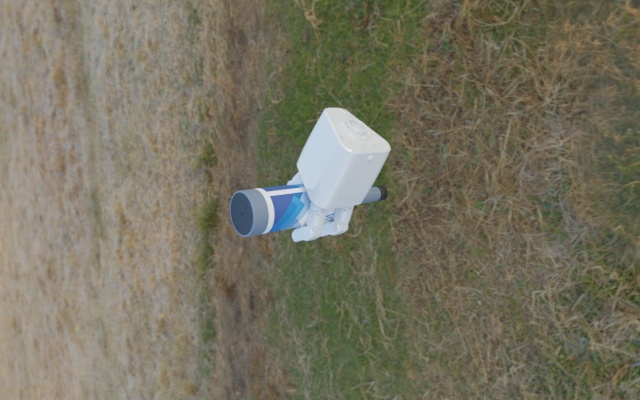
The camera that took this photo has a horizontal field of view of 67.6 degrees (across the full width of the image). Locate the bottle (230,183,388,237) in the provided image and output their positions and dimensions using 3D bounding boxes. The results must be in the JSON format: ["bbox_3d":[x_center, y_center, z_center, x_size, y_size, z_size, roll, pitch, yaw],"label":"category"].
[{"bbox_3d":[0.000,0.003,0.772,0.295,0.069,0.069,-8,5,-40],"label":"bottle"}]
